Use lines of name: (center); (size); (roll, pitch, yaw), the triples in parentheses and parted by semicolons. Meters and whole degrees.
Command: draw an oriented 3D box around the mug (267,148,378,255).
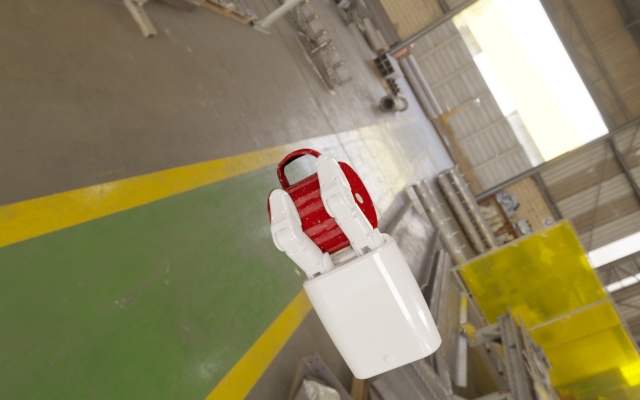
mug: (0.000, 0.000, 0.487); (0.081, 0.117, 0.093); (-27, 0, 20)
